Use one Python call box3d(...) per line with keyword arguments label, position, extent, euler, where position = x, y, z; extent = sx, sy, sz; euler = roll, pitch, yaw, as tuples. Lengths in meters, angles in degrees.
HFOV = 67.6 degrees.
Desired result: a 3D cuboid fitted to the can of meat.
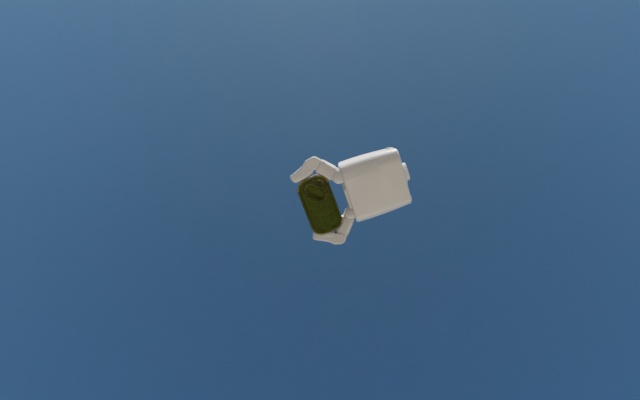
box3d(label="can of meat", position=(0.000, 0.003, 0.870), extent=(0.057, 0.102, 0.084), euler=(-21, 7, 4))
